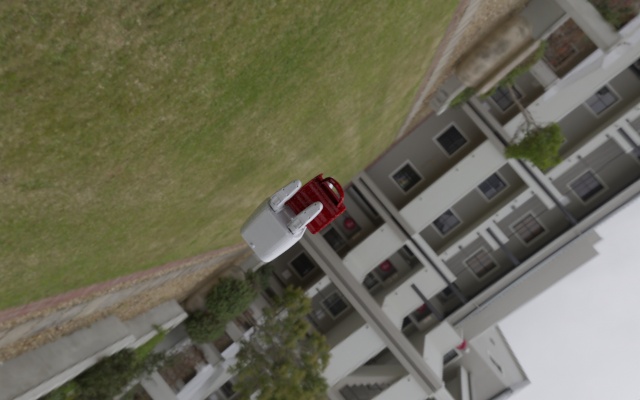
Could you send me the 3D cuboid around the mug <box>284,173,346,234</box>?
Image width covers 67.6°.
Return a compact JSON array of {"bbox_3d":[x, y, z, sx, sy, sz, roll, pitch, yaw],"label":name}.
[{"bbox_3d":[0.001,0.002,0.885,0.117,0.081,0.093,-41,-3,38],"label":"mug"}]
